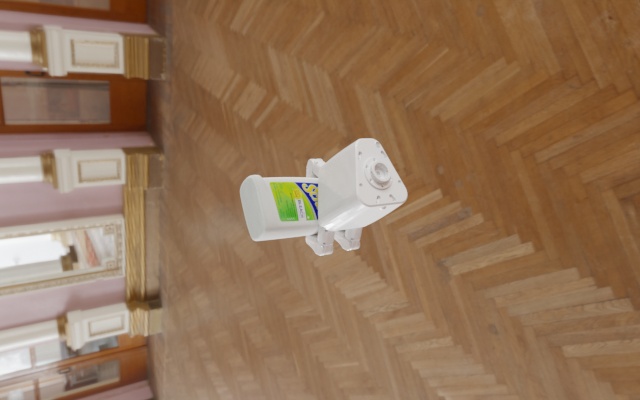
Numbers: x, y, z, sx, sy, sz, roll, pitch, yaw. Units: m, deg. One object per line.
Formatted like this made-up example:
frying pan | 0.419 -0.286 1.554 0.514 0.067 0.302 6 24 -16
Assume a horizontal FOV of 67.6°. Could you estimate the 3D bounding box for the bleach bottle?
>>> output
bleach bottle | 0.000 0.003 0.790 0.251 0.102 0.068 -6 -17 -33
